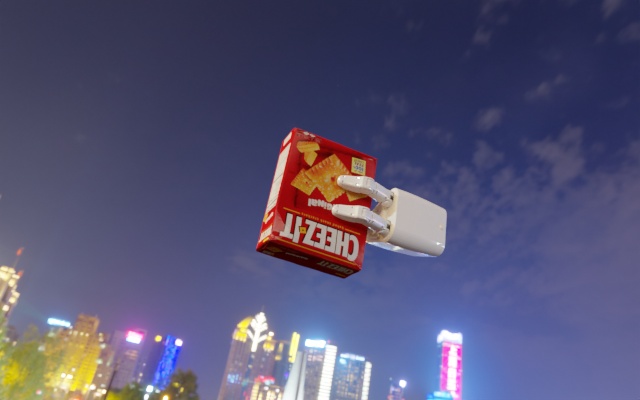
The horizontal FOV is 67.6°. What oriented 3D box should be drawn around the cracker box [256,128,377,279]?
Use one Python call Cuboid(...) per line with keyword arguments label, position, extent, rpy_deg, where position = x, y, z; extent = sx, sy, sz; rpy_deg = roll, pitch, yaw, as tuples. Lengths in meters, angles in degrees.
Cuboid(label="cracker box", position=(0.000, 0.003, 0.802), extent=(0.164, 0.213, 0.072), rpy_deg=(20, -28, -17))
